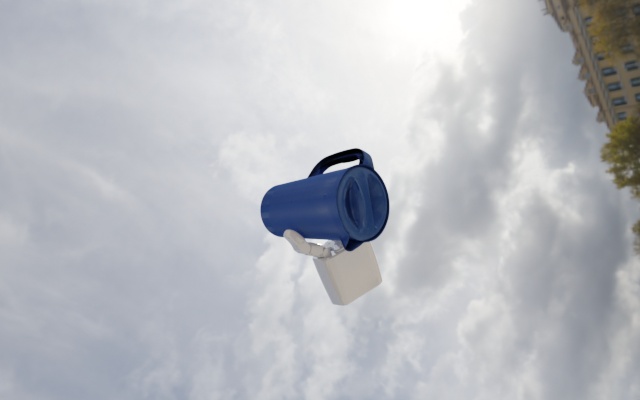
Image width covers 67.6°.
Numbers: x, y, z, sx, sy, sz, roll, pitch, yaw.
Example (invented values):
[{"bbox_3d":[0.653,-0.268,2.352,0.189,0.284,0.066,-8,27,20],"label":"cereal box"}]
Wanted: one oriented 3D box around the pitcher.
[{"bbox_3d":[0.000,0.003,0.892,0.243,0.145,0.149,-6,23,47],"label":"pitcher"}]
